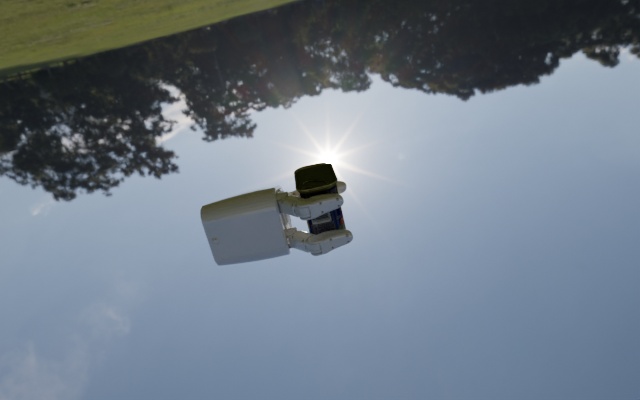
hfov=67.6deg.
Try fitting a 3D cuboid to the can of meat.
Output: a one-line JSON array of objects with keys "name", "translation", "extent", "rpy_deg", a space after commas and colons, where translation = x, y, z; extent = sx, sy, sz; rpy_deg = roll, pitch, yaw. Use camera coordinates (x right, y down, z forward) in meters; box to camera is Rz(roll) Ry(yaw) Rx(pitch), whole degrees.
[{"name": "can of meat", "translation": [0.000, 0.002, 0.679], "extent": [0.057, 0.084, 0.102], "rpy_deg": [-13, 22, -1]}]
